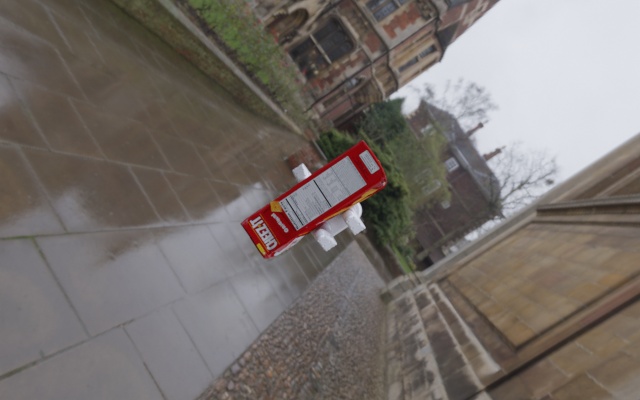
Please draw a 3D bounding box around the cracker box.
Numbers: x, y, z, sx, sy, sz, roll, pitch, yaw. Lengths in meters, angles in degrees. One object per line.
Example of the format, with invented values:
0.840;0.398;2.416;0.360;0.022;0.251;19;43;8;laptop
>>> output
0.000;0.002;0.746;0.214;0.072;0.164;-34;-5;5;cracker box
